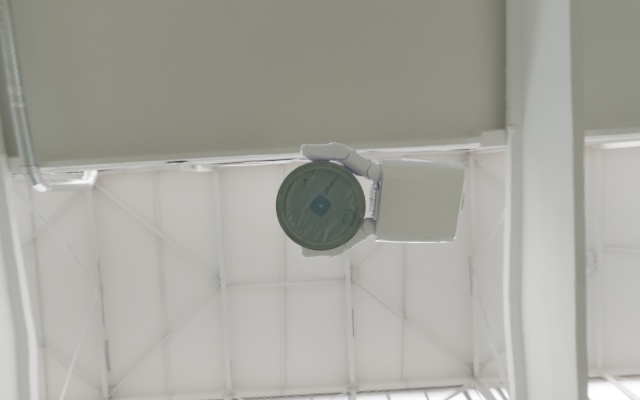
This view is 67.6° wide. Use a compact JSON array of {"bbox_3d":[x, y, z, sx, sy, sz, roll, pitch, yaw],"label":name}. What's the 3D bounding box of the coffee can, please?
[{"bbox_3d":[0.000,0.002,0.609,0.103,0.103,0.140,0,4,0],"label":"coffee can"}]
